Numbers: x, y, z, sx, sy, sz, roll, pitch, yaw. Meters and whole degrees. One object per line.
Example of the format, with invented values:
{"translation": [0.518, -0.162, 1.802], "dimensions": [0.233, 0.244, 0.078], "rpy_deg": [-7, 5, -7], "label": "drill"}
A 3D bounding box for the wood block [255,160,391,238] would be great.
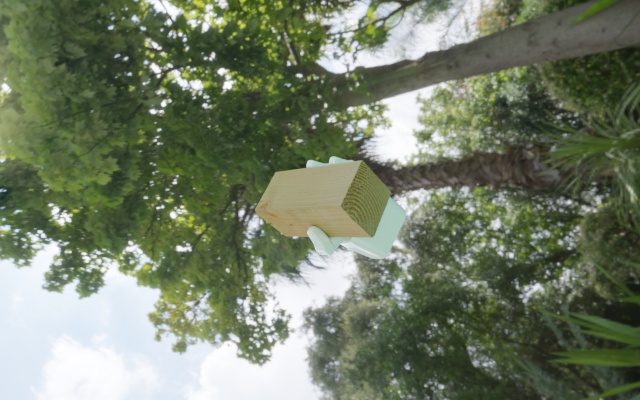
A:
{"translation": [0.000, 0.003, 0.803], "dimensions": [0.206, 0.090, 0.090], "rpy_deg": [-4, -38, 45], "label": "wood block"}
